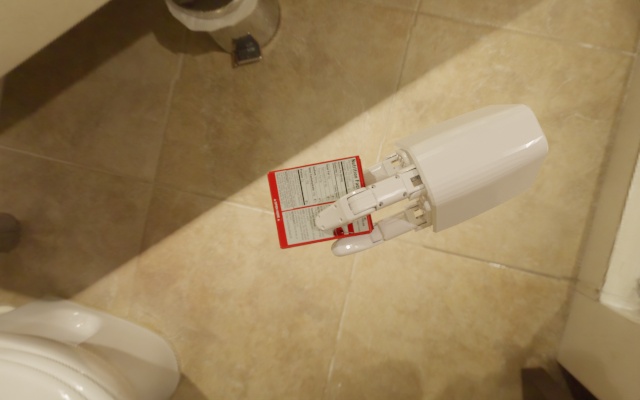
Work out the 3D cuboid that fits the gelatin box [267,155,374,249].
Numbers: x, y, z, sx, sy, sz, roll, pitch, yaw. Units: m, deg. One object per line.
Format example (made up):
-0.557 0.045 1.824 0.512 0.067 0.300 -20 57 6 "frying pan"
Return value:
0.000 0.002 0.449 0.089 0.073 0.030 -11 0 3 "gelatin box"
